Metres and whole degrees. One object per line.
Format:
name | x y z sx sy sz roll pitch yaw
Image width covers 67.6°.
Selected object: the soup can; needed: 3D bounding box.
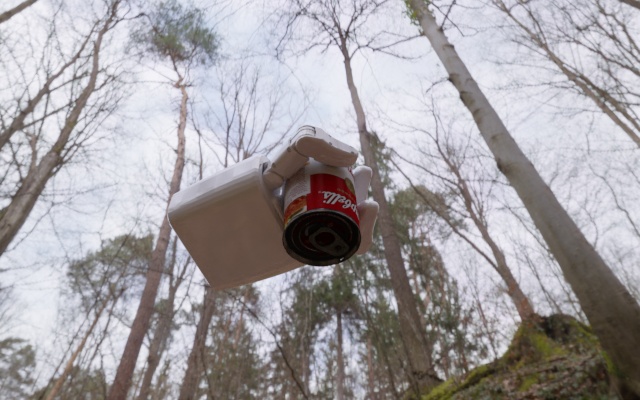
soup can | 0.000 0.001 0.445 0.068 0.069 0.102 0 40 -2
